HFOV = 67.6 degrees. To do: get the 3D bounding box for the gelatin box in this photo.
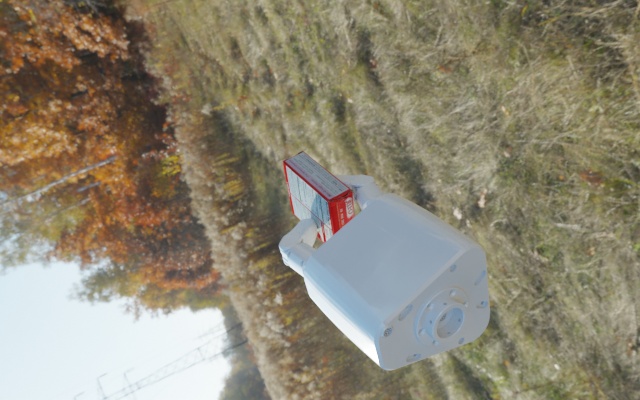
[{"bbox_3d":[0.000,0.002,0.490,0.030,0.073,0.089,-29,45,-22],"label":"gelatin box"}]
